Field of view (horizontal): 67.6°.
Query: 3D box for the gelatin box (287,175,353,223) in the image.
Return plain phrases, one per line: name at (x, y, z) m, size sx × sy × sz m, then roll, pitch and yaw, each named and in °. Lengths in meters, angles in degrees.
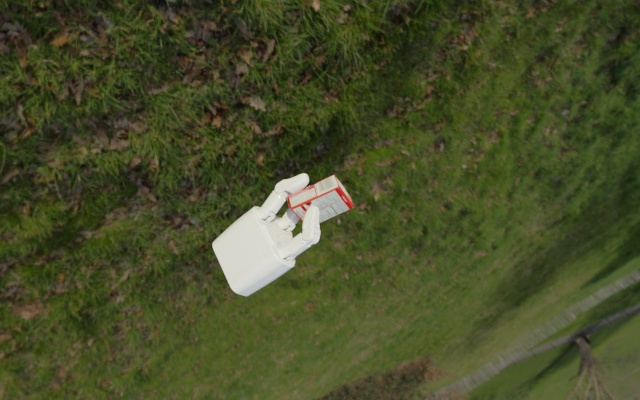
gelatin box at (0.001, 0.003, 0.786) m, size 0.089 × 0.030 × 0.073 m, roll -25°, pitch -36°, yaw 12°
